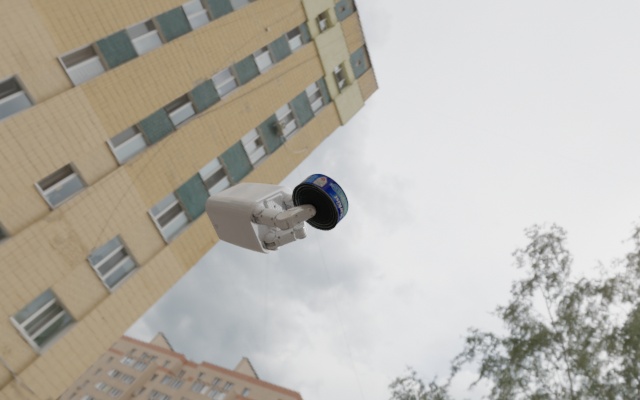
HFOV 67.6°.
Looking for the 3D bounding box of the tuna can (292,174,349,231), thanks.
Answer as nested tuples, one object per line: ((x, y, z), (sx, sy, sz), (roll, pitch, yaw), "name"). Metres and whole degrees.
((0.000, 0.002, 0.730), (0.086, 0.086, 0.033), (0, 33, 43), "tuna can")
